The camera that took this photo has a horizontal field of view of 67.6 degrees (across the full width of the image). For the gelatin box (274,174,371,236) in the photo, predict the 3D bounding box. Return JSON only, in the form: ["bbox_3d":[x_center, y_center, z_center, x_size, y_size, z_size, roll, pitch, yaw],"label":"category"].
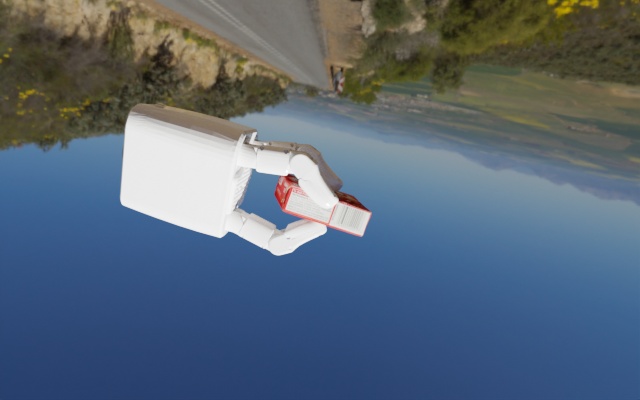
[{"bbox_3d":[0.000,0.002,0.494,0.089,0.030,0.073,19,9,-14],"label":"gelatin box"}]
